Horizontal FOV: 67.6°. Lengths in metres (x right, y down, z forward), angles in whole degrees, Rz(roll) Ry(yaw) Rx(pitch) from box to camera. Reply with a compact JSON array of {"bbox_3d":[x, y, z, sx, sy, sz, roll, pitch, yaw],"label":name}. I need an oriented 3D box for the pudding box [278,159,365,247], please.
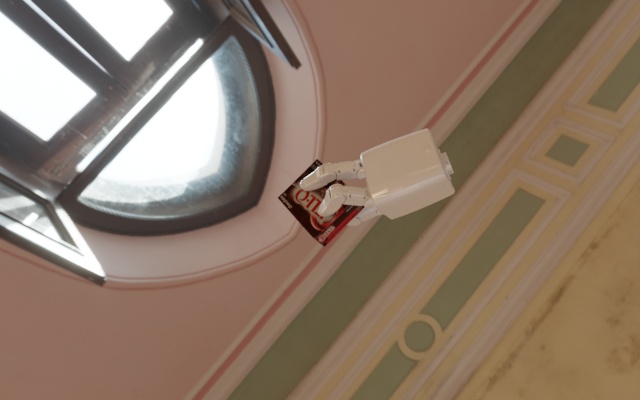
[{"bbox_3d":[0.000,0.002,0.732,0.113,0.090,0.039,45,-2,41],"label":"pudding box"}]
